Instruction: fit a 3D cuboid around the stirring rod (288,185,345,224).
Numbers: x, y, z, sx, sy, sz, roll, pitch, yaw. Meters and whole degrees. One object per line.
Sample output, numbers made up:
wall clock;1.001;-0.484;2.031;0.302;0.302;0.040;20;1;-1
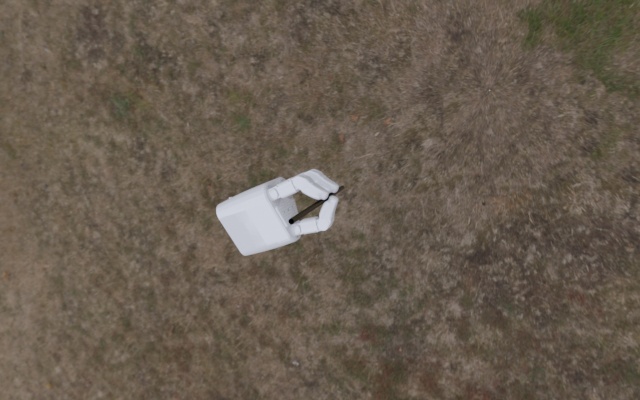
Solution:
stirring rod;0.000;0.002;0.745;0.011;0.011;0.239;0;12;19
